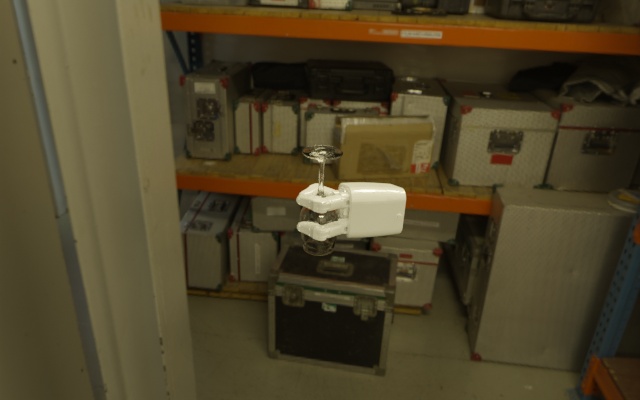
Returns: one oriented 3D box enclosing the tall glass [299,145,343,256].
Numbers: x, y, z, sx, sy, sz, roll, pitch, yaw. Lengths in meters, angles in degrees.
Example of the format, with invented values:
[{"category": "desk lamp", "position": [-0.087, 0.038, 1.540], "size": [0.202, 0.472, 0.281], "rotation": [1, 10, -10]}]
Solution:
[{"category": "tall glass", "position": [0.000, 0.002, 0.898], "size": [0.079, 0.201, 0.079], "rotation": [2, 25, -1]}]
